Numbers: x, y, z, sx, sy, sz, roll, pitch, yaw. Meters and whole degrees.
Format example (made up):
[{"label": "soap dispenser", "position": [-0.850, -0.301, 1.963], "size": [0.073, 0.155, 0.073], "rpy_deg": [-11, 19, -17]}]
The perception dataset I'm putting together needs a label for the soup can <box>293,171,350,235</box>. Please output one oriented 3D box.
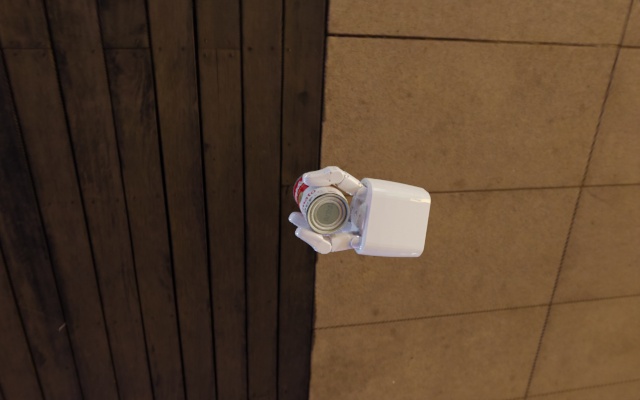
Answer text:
[{"label": "soup can", "position": [0.000, 0.002, 0.739], "size": [0.068, 0.068, 0.102], "rpy_deg": [0, 22, -15]}]
